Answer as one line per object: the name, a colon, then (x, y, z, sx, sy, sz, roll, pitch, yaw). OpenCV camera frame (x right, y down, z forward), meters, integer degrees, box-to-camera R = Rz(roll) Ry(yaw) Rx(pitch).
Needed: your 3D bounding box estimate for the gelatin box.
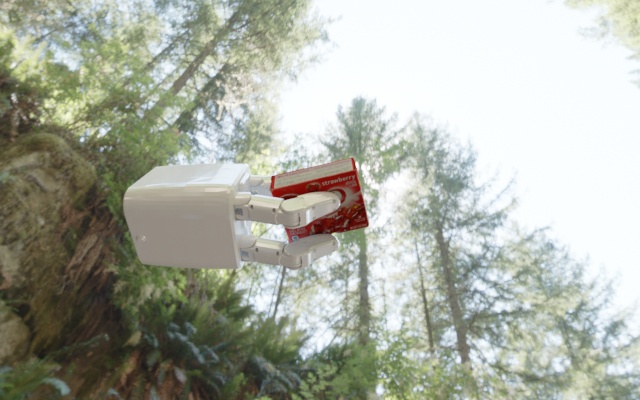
gelatin box: (0.000, 0.001, 0.493, 0.089, 0.073, 0.030, -13, 35, 6)
